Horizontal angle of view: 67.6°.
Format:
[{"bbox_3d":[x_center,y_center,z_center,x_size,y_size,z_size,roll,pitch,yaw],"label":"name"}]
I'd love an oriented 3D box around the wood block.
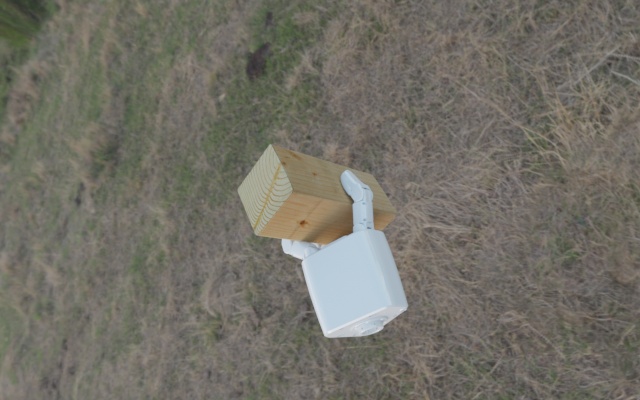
[{"bbox_3d":[0.000,0.002,0.690,0.206,0.090,0.091,13,-52,-43],"label":"wood block"}]
